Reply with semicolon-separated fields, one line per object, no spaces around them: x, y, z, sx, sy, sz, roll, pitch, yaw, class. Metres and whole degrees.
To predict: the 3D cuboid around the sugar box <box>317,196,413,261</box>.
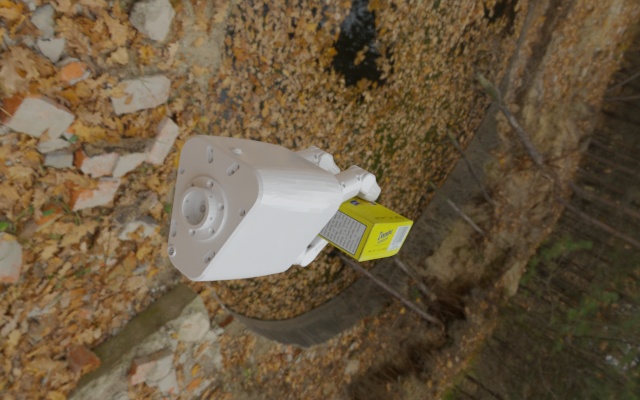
0.000;0.001;0.508;0.176;0.048;0.093;31;15;29;sugar box
